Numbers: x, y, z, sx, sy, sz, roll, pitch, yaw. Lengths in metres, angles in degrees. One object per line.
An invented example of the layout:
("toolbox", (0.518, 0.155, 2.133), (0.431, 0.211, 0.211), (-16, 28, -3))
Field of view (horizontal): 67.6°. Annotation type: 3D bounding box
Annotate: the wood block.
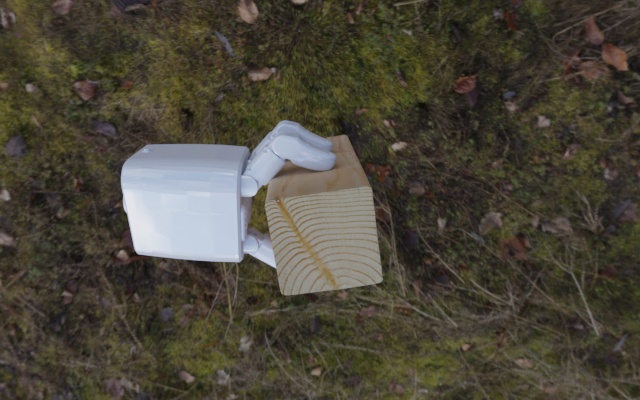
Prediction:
("wood block", (0.000, 0.002, 0.490), (0.090, 0.091, 0.206), (-8, 20, 0))
